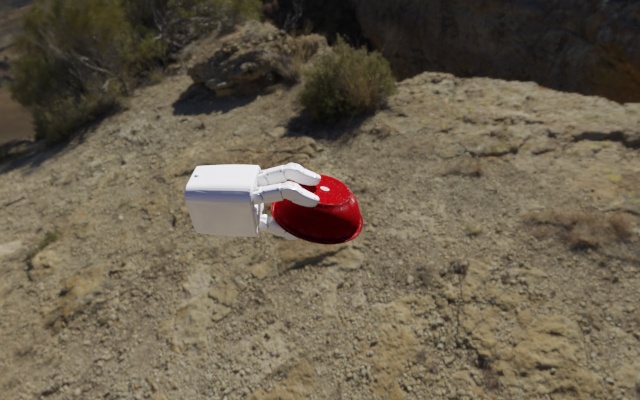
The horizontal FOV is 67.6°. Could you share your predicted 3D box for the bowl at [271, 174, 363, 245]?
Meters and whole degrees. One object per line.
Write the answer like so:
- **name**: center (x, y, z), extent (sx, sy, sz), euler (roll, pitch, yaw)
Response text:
- **bowl**: center (0.001, 0.002, 0.801), extent (0.162, 0.055, 0.162), euler (10, 32, -7)
